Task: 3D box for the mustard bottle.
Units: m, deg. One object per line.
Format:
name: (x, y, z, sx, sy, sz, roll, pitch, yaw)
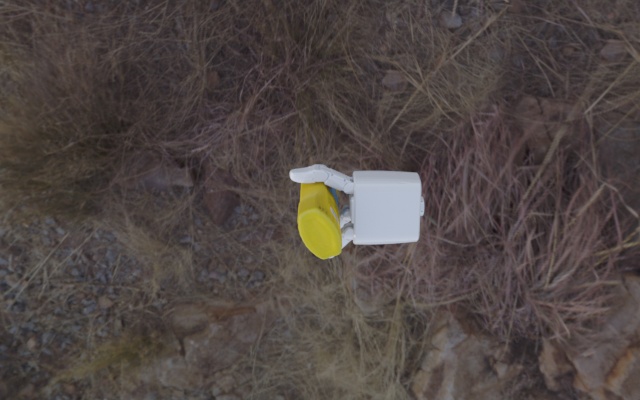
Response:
mustard bottle: (0.000, 0.003, 0.787, 0.058, 0.096, 0.191, -22, 29, 13)
